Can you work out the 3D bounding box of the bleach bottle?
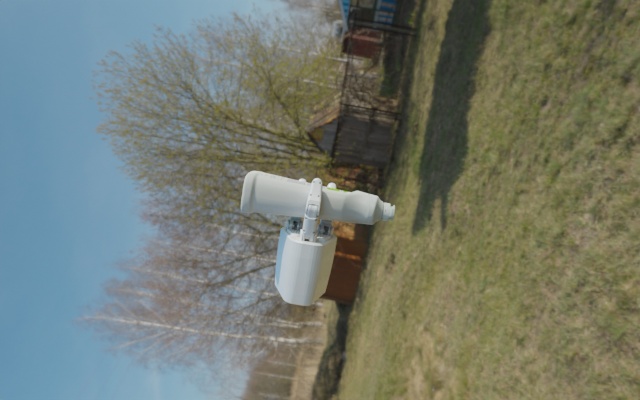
[{"bbox_3d":[0.000,0.003,0.803,0.251,0.068,0.102,9,9,0],"label":"bleach bottle"}]
